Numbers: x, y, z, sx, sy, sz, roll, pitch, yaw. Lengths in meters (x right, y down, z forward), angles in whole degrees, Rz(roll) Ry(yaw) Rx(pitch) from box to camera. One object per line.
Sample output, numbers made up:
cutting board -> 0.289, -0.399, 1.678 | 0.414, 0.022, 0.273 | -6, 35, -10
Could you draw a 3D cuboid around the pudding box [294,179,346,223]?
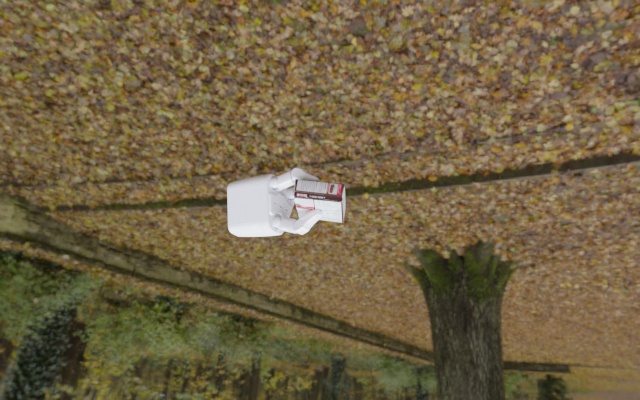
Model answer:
pudding box -> 0.000, 0.003, 0.879 | 0.090, 0.039, 0.113 | 5, -20, 5
